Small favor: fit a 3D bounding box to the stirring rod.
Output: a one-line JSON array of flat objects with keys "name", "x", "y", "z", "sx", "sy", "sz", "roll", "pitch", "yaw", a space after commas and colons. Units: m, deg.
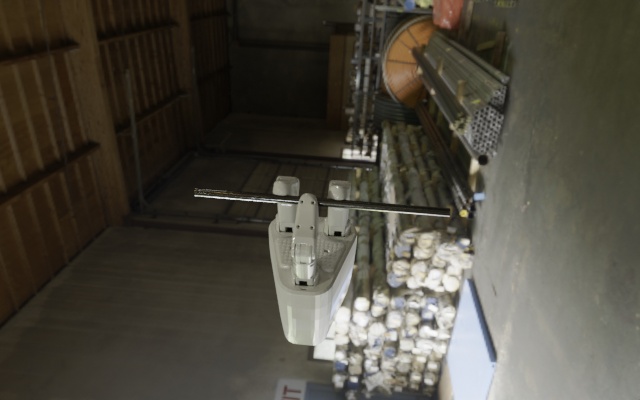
[{"name": "stirring rod", "x": 0.000, "y": 0.002, "z": 0.451, "sx": 0.239, "sy": 0.011, "sz": 0.011, "roll": 5, "pitch": 0, "yaw": 3}]
